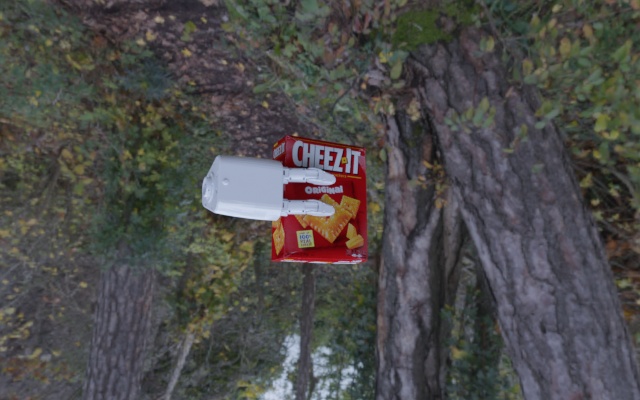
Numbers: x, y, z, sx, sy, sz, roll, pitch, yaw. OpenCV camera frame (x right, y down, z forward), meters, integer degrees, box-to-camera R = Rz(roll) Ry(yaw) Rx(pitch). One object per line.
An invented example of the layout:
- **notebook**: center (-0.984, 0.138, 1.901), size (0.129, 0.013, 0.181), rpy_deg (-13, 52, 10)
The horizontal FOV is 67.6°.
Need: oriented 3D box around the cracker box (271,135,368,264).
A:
- **cracker box**: center (0.000, 0.003, 0.851), size (0.164, 0.213, 0.072), rpy_deg (6, -13, -26)
